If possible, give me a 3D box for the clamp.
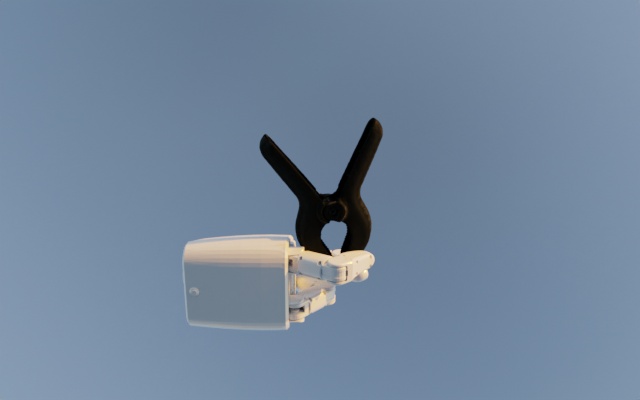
[{"bbox_3d":[0.000,0.002,0.487,0.120,0.171,0.039,1,15,0],"label":"clamp"}]
